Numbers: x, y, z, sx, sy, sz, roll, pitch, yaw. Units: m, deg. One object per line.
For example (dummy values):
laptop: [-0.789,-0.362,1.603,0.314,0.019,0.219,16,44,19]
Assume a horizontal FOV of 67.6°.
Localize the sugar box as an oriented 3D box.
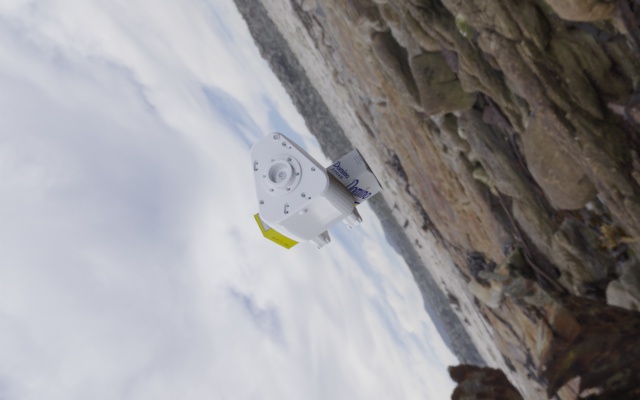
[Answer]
sugar box: [0.000,0.003,0.701,0.176,0.048,0.093,-31,-24,9]
